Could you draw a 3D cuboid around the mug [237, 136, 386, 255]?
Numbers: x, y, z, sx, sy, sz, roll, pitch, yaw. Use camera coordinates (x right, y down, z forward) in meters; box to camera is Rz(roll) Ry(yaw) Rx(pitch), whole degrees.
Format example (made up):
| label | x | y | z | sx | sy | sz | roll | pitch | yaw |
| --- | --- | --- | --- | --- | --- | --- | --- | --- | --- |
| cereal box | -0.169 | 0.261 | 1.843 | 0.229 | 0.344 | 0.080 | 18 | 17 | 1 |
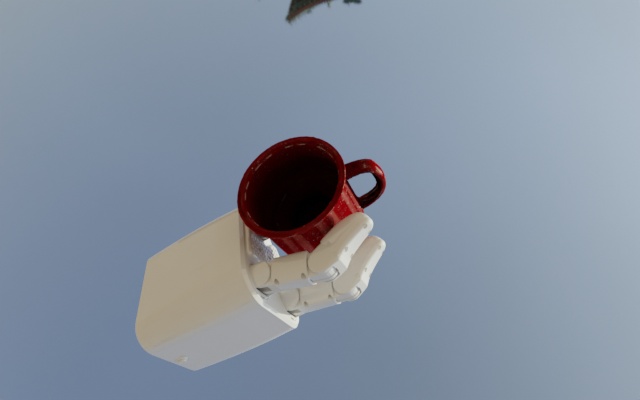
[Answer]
| label | x | y | z | sx | sy | sz | roll | pitch | yaw |
| --- | --- | --- | --- | --- | --- | --- | --- | --- | --- |
| mug | 0.001 | 0.001 | 0.405 | 0.117 | 0.093 | 0.081 | -26 | -36 | 8 |
